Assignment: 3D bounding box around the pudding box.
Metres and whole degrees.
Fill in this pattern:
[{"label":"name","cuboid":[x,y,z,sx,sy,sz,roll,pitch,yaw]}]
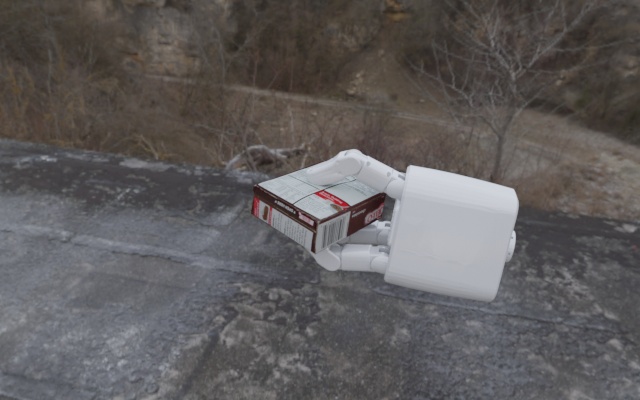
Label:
[{"label":"pudding box","cuboid":[0.000,0.001,0.490,0.090,0.039,0.113,28,32,32]}]
